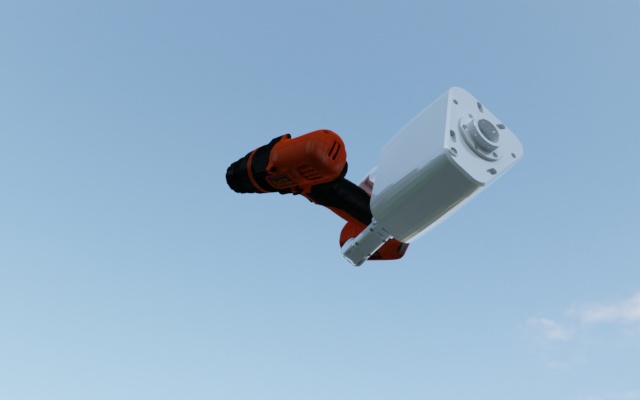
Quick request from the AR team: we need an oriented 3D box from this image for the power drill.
[{"bbox_3d":[0.001,0.002,0.536,0.188,0.057,0.184,37,-26,-30],"label":"power drill"}]
